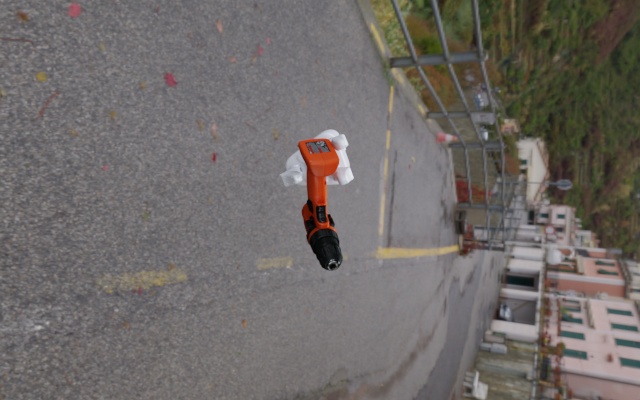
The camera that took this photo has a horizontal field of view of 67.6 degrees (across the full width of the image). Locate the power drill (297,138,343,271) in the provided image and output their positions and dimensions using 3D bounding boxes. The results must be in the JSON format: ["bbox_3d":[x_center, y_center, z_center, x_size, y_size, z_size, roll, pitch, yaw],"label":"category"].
[{"bbox_3d":[0.000,0.002,0.813,0.057,0.188,0.184,-7,31,-12],"label":"power drill"}]
